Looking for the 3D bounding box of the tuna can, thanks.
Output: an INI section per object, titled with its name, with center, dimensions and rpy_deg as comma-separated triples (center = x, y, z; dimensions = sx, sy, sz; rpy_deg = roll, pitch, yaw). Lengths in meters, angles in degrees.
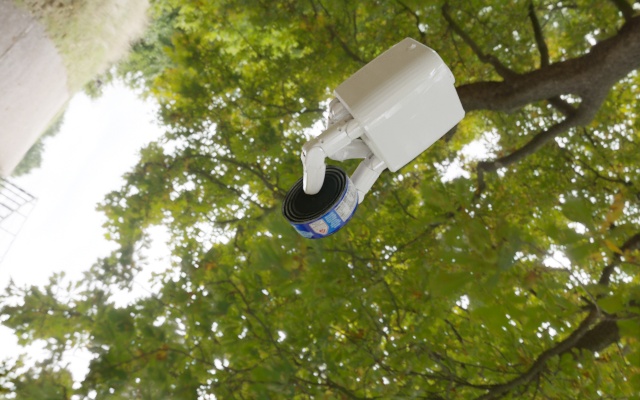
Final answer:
[tuna can]
center = 0.000, 0.002, 0.546
dimensions = 0.086, 0.086, 0.034
rpy_deg = 0, -40, 41
